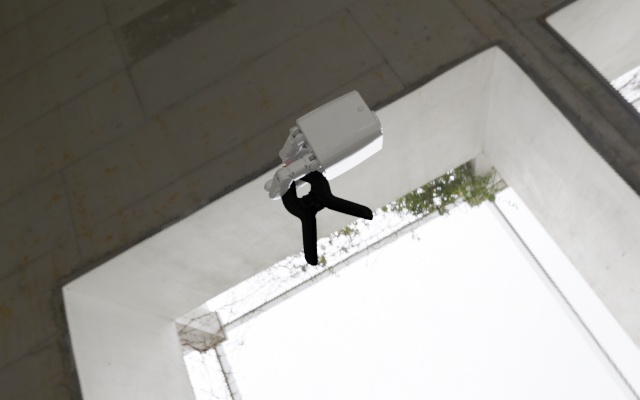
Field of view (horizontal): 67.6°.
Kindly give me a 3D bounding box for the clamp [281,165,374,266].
[{"bbox_3d":[0.000,0.003,0.728,0.120,0.171,0.039,-29,-27,1],"label":"clamp"}]
